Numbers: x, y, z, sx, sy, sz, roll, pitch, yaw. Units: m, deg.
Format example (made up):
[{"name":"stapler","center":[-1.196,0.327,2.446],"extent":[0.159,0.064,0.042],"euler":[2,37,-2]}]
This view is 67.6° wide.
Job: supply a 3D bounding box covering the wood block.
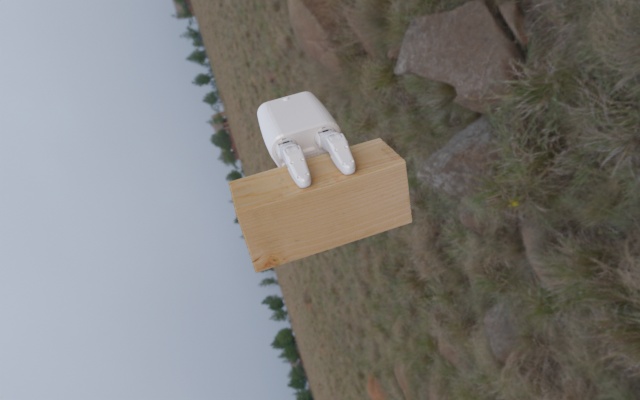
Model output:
[{"name":"wood block","center":[0.000,0.002,0.603],"extent":[0.206,0.091,0.090],"euler":[-17,30,-8]}]
